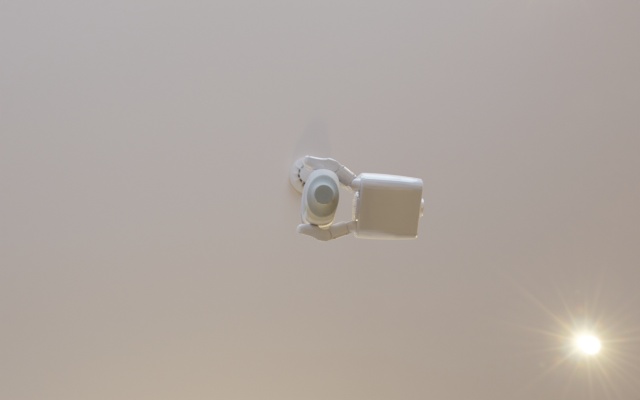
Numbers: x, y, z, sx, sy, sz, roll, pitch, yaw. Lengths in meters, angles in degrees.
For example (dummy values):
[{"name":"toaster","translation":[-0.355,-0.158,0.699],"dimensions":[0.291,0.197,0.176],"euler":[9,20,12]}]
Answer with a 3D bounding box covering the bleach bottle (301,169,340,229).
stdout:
[{"name":"bleach bottle","translation":[0.000,0.003,0.816],"dimensions":[0.068,0.102,0.251],"euler":[4,-1,-2]}]
